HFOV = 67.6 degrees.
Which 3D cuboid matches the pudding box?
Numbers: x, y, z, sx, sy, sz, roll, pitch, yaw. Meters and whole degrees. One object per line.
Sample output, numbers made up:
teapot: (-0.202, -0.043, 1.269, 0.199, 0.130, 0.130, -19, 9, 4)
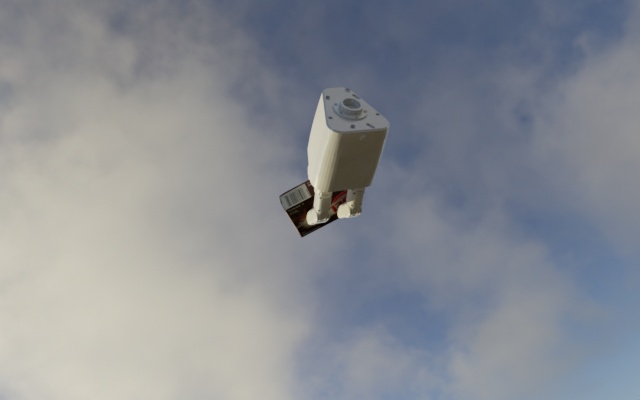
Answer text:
pudding box: (0.000, 0.002, 0.774, 0.113, 0.039, 0.090, -26, -37, 1)
